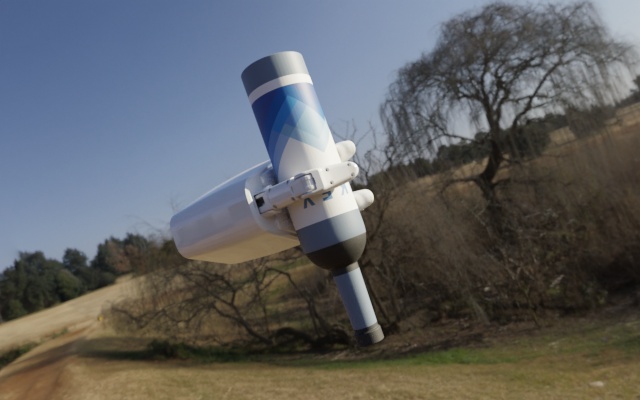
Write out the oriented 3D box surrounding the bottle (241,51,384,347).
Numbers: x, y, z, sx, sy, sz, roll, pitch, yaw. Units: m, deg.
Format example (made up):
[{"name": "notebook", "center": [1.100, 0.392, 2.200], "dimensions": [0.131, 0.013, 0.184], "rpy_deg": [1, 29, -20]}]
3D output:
[{"name": "bottle", "center": [0.000, 0.001, 0.480], "dimensions": [0.069, 0.295, 0.069], "rpy_deg": [-20, -3, -1]}]
